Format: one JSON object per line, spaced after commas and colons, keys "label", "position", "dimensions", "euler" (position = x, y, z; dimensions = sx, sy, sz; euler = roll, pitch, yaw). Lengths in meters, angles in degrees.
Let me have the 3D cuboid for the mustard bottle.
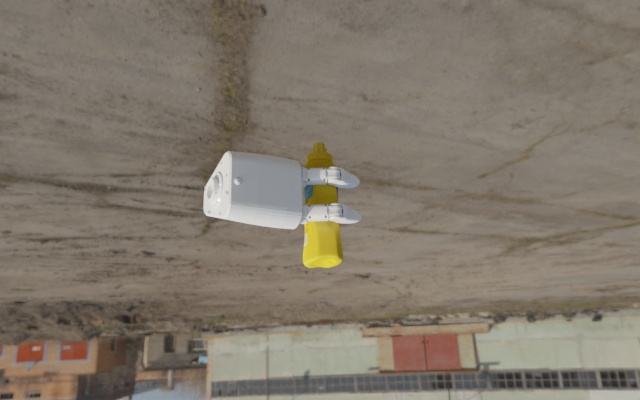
{"label": "mustard bottle", "position": [0.000, 0.003, 0.731], "dimensions": [0.058, 0.191, 0.096], "euler": [0, -17, -7]}
